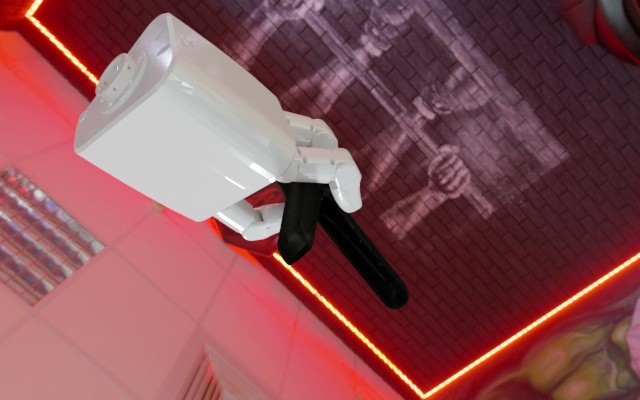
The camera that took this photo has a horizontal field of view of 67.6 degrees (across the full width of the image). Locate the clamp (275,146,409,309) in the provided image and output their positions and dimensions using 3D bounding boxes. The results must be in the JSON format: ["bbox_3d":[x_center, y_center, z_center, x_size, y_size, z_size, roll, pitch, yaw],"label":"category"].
[{"bbox_3d":[-0.001,0.001,0.424,0.036,0.209,0.165,-39,-46,15],"label":"clamp"}]
